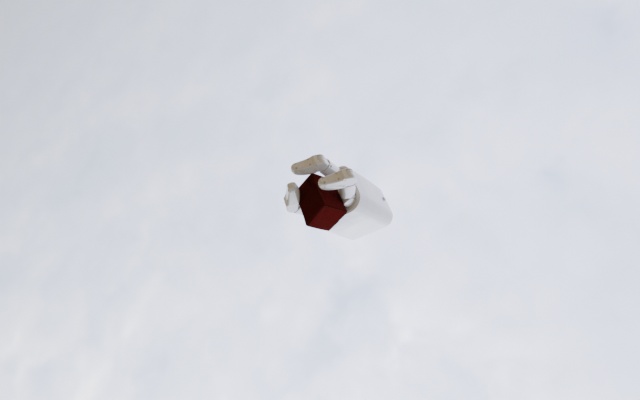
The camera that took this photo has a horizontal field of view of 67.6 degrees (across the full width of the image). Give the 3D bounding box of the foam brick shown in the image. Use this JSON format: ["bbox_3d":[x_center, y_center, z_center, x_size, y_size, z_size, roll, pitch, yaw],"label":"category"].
[{"bbox_3d":[0.000,0.003,0.792,0.051,0.078,0.053,19,-53,-38],"label":"foam brick"}]
